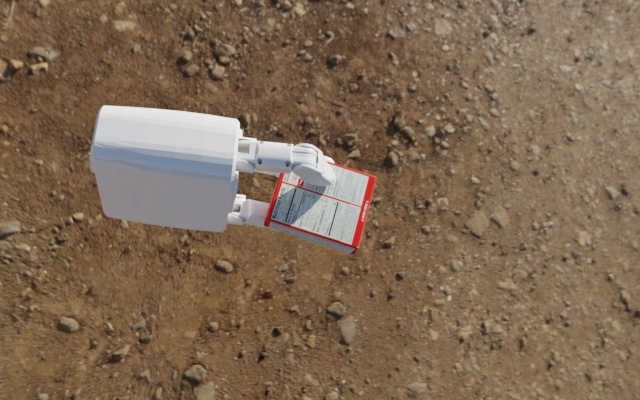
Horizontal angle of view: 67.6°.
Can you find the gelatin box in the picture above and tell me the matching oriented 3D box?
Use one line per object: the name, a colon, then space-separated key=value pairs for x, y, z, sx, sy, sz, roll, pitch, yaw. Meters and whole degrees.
gelatin box: x=0.000 y=0.001 z=0.444 sx=0.089 sy=0.073 sz=0.030 roll=18 pitch=-20 yaw=-4
